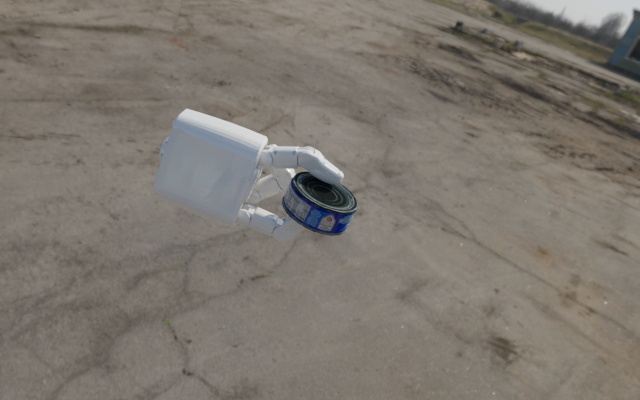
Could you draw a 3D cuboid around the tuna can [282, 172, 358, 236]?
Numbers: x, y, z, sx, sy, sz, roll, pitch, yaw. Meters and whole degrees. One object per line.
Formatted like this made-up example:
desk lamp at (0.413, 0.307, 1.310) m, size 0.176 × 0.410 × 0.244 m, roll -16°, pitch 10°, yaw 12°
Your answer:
tuna can at (0.000, 0.001, 0.564) m, size 0.086 × 0.034 × 0.086 m, roll 21°, pitch 27°, yaw -11°
